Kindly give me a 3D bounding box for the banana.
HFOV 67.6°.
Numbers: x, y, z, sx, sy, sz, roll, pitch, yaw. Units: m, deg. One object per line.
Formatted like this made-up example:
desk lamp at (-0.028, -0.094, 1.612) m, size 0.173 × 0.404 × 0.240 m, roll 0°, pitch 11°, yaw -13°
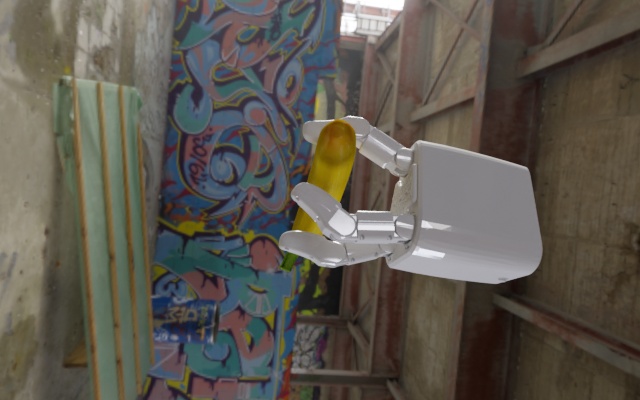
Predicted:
banana at (0.003, -0.010, 0.437) m, size 0.037 × 0.069 × 0.198 m, roll 18°, pitch -43°, yaw -1°
